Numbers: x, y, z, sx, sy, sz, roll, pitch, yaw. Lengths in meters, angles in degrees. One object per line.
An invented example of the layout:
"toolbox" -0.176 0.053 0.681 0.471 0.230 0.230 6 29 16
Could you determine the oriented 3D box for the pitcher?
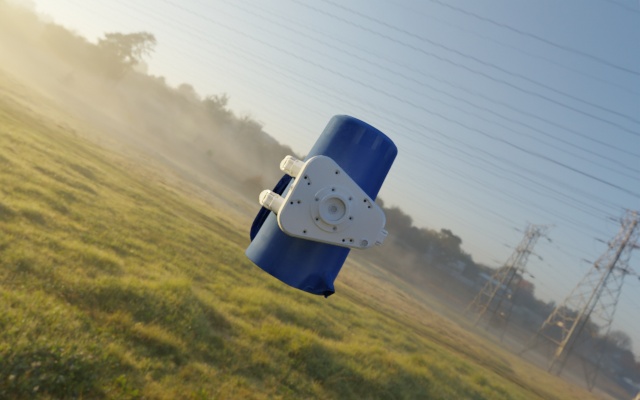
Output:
"pitcher" 0.000 0.002 0.684 0.149 0.243 0.145 29 -1 -1
